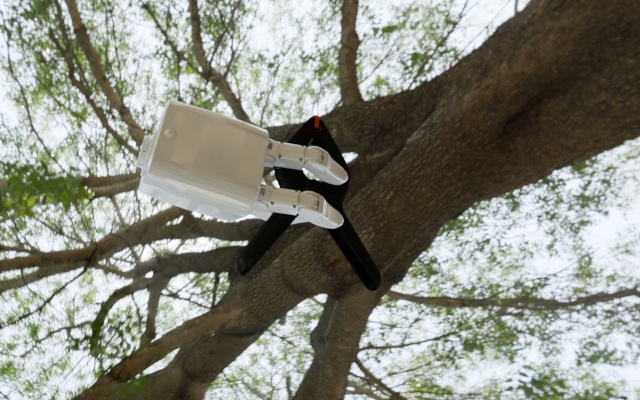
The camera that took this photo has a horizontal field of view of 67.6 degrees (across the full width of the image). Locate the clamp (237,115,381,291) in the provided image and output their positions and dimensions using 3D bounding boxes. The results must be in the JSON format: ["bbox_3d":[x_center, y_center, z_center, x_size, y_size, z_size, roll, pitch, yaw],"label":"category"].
[{"bbox_3d":[0.000,0.002,0.542,0.164,0.210,0.036,18,-30,-23],"label":"clamp"}]
